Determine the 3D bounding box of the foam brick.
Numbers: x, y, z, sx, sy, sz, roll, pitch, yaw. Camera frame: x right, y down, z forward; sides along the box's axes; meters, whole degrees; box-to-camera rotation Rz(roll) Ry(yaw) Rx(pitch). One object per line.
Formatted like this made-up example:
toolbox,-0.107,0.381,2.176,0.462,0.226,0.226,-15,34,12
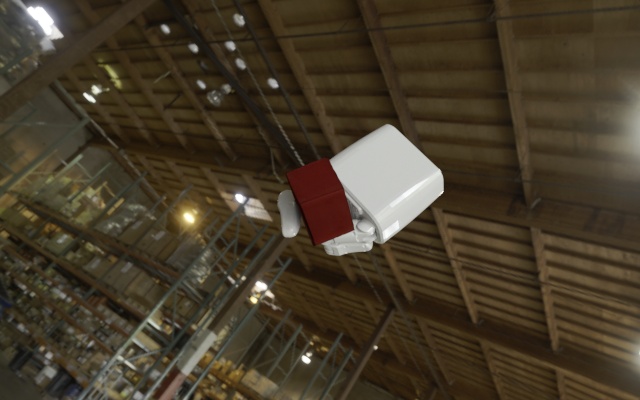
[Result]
foam brick,0.000,0.002,0.527,0.051,0.053,0.078,-21,-41,-3
